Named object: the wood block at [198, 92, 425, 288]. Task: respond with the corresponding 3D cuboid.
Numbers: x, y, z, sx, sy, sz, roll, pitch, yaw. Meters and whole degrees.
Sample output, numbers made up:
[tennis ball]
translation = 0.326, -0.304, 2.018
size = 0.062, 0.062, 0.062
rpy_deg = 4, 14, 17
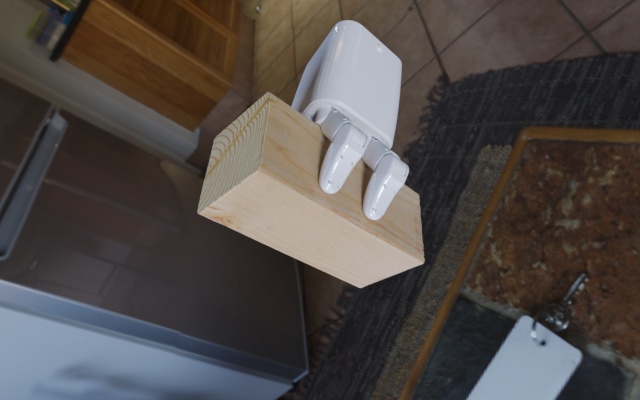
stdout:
[wood block]
translation = 0.000, 0.001, 0.465
size = 0.206, 0.090, 0.091
rpy_deg = 30, -42, -33
